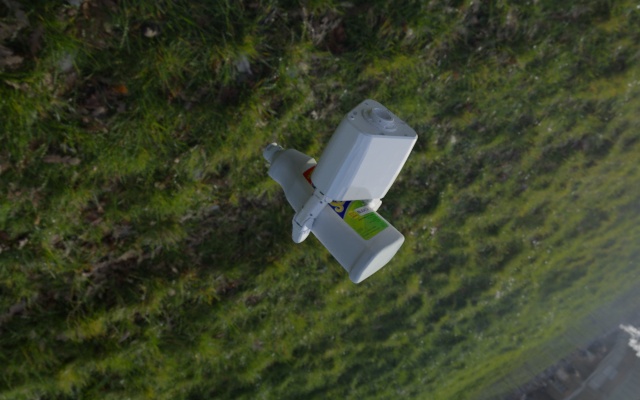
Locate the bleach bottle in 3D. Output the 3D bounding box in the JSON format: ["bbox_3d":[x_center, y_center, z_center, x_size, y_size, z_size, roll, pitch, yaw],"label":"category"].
[{"bbox_3d":[0.000,0.002,0.703,0.250,0.068,0.102,43,38,20],"label":"bleach bottle"}]
